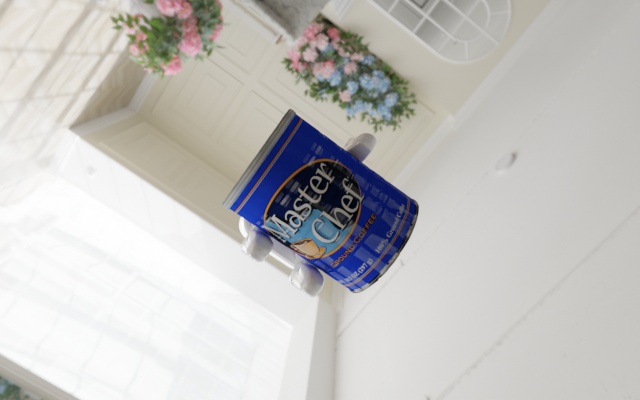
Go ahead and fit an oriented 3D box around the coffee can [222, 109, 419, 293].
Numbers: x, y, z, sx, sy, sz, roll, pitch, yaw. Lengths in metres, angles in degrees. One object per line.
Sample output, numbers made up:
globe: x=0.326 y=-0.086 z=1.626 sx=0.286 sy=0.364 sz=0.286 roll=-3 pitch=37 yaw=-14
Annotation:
coffee can: x=0.000 y=0.001 z=0.424 sx=0.140 sy=0.103 sz=0.103 roll=35 pitch=-7 yaw=-9
